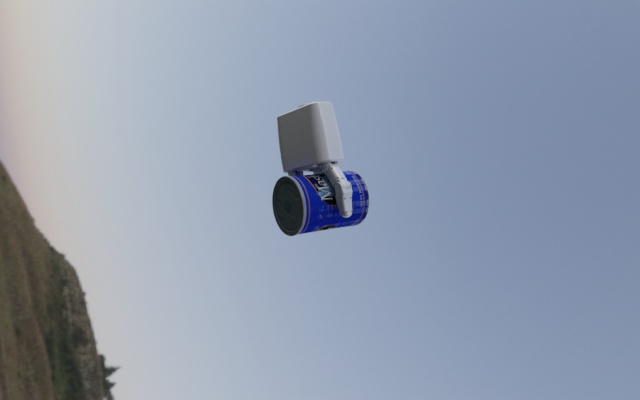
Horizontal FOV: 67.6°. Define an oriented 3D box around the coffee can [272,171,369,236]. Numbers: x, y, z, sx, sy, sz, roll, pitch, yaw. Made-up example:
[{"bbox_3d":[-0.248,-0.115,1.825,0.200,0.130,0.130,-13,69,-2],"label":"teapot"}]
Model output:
[{"bbox_3d":[0.000,0.003,0.846,0.140,0.103,0.103,-7,4,-34],"label":"coffee can"}]
